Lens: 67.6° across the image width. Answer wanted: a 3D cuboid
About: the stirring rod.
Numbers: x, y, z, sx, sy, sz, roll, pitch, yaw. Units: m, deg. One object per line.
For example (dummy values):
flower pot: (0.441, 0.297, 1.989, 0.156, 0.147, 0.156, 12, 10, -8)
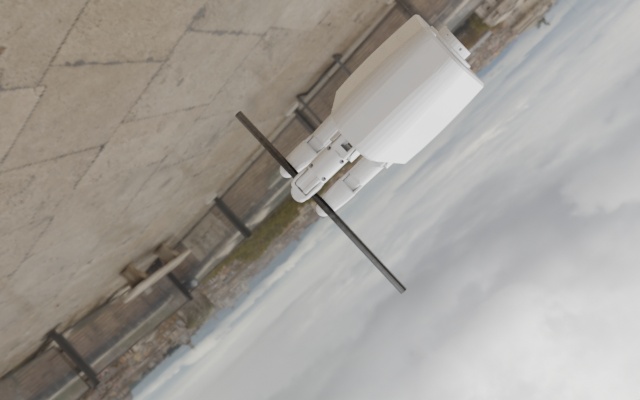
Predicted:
stirring rod: (0.000, 0.001, 0.473, 0.011, 0.239, 0.011, -43, -1, -1)
